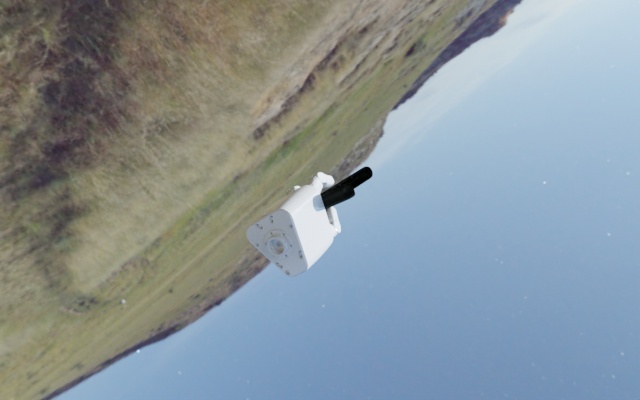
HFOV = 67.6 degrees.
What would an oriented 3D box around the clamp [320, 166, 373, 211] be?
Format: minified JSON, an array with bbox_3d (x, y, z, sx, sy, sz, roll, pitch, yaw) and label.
[{"bbox_3d":[0.000,0.004,0.870,0.210,0.036,0.164,-29,4,29],"label":"clamp"}]
